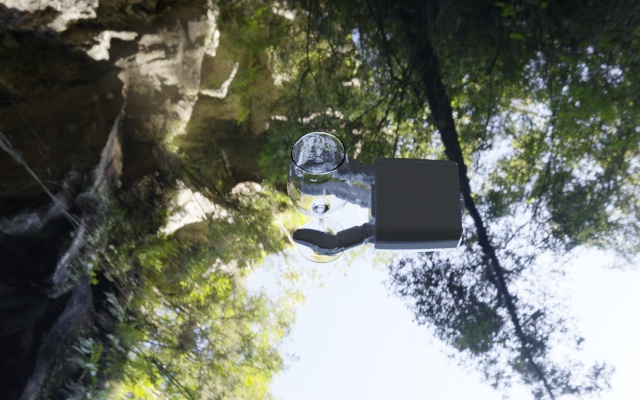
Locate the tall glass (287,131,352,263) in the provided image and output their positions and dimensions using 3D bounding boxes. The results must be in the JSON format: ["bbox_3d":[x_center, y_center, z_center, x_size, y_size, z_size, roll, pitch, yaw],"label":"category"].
[{"bbox_3d":[0.000,0.002,0.608,0.079,0.079,0.201,0,-34,2],"label":"tall glass"}]
